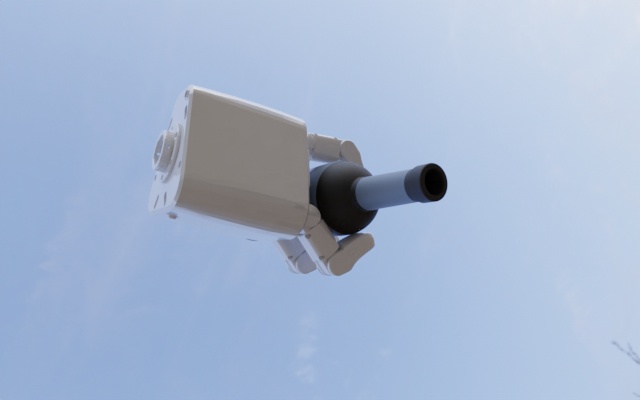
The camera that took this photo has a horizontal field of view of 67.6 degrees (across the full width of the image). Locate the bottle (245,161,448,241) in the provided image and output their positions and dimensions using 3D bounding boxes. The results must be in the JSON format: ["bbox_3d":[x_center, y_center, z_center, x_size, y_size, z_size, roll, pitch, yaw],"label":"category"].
[{"bbox_3d":[0.000,0.002,0.454,0.069,0.069,0.296,0,-6,-33],"label":"bottle"}]
